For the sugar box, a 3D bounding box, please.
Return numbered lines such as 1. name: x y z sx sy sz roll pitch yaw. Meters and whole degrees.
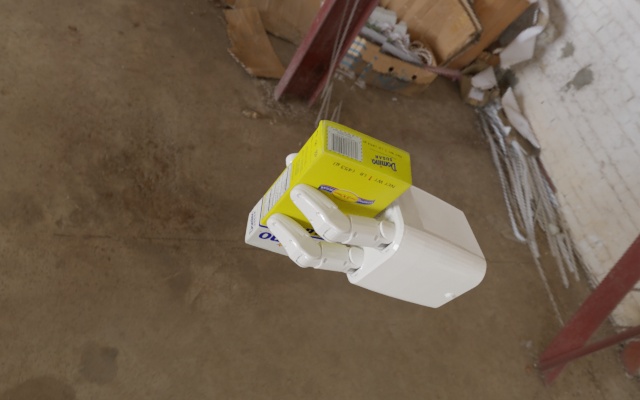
1. sugar box: 0.000 0.002 0.474 0.093 0.048 0.176 19 -41 -21
